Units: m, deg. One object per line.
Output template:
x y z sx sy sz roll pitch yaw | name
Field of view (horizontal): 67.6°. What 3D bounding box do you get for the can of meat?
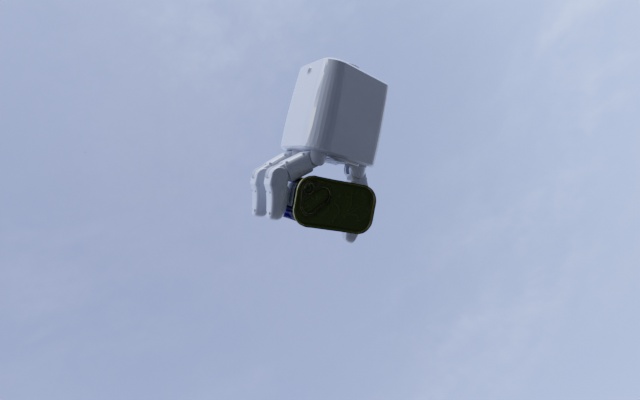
0.000 0.002 0.569 0.102 0.057 0.084 9 2 -27 | can of meat
